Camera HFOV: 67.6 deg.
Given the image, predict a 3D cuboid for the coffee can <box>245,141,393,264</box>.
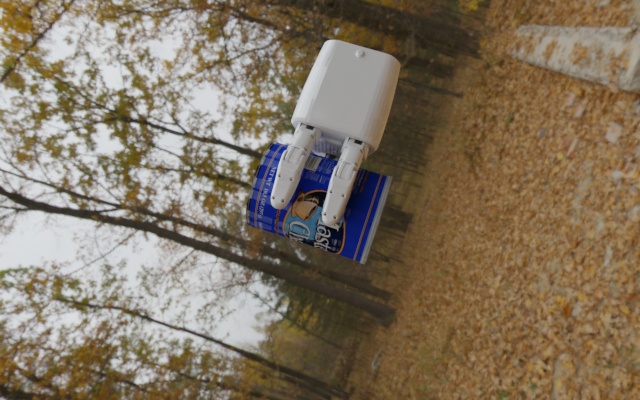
[{"bbox_3d":[0.000,0.002,0.541,0.140,0.103,0.103,18,2,6],"label":"coffee can"}]
